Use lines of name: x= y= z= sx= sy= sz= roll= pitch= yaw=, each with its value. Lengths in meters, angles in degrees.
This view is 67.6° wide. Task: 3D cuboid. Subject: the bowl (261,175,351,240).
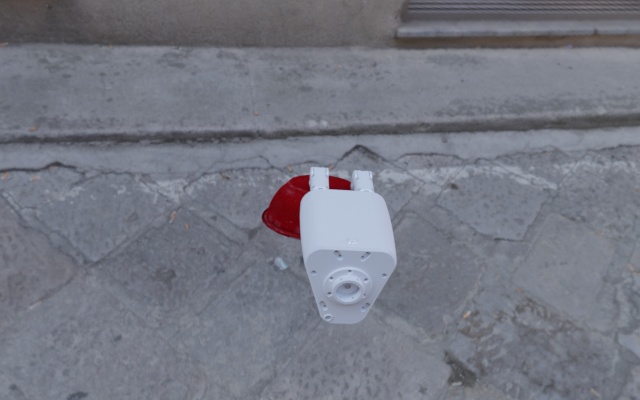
bowl: x=0.000 y=0.001 z=0.664 sx=0.162 sy=0.055 sz=0.162 roll=4 pitch=18 yaw=-1
